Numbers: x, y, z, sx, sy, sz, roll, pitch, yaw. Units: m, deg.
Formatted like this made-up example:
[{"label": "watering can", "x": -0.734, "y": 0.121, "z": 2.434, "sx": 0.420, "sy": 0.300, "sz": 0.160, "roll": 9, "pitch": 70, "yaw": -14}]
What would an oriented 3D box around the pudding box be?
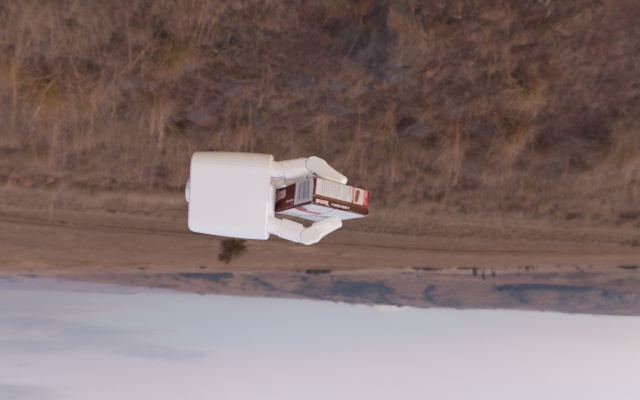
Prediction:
[{"label": "pudding box", "x": 0.000, "y": 0.002, "z": 0.654, "sx": 0.090, "sy": 0.039, "sz": 0.113, "roll": 12, "pitch": -12, "yaw": -28}]
